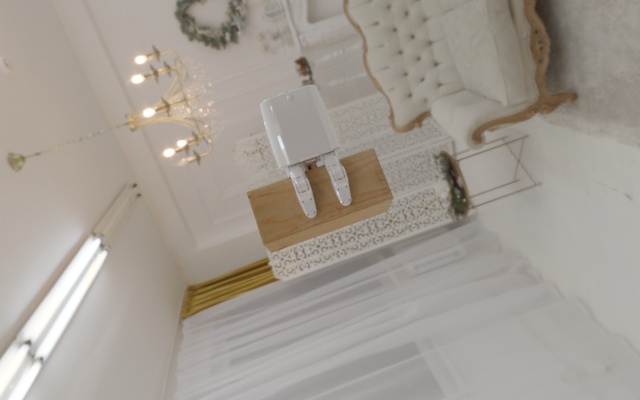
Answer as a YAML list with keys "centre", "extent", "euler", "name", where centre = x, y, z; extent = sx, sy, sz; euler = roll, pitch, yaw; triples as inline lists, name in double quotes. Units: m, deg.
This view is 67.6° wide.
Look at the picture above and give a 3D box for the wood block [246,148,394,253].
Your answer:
- centre: [0.000, 0.002, 0.760]
  extent: [0.206, 0.090, 0.091]
  euler: [-19, -13, -3]
  name: "wood block"
